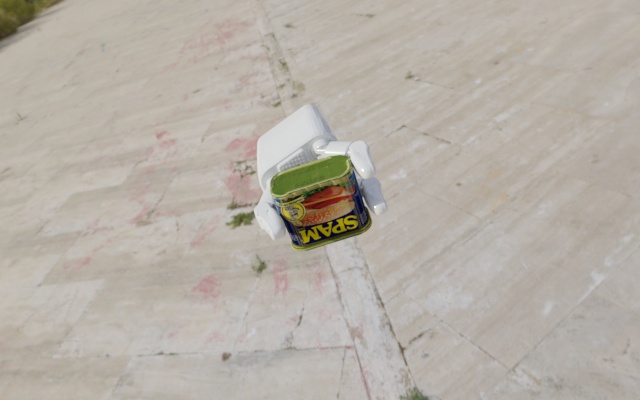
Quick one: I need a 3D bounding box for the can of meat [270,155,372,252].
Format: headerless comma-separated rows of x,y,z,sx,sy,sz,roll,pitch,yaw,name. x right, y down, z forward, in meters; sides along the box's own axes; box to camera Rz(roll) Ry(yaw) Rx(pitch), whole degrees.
0.000,0.002,0.556,0.102,0.084,0.057,-17,34,5,can of meat
